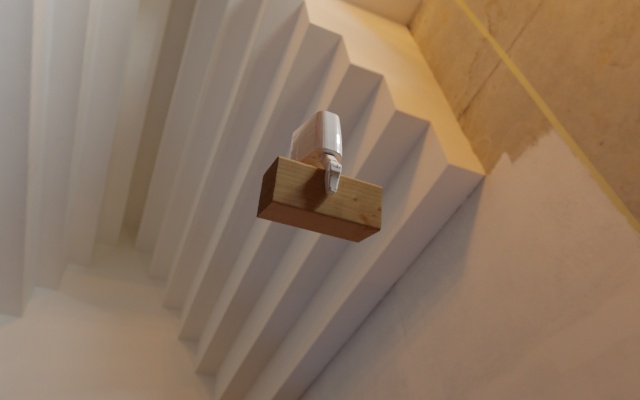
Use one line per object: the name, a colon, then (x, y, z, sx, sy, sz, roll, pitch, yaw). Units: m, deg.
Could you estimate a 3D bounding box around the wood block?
wood block: (0.000, 0.002, 0.867, 0.206, 0.090, 0.091, 15, -26, -19)
